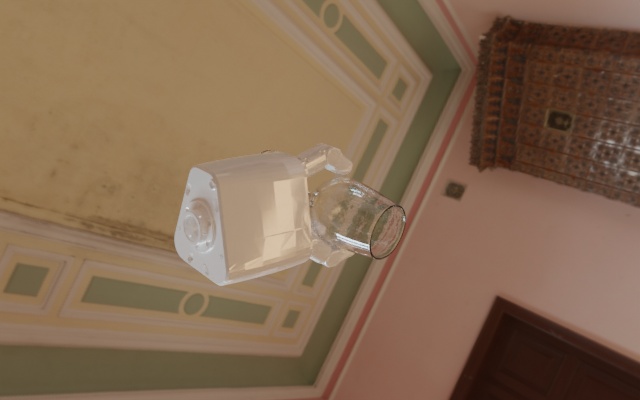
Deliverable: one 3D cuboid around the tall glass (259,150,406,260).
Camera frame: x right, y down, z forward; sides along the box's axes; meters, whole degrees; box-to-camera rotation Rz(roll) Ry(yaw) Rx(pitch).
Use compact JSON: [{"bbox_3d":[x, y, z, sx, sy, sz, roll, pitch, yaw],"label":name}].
[{"bbox_3d":[0.000,0.002,0.559,0.201,0.079,0.079,24,15,38],"label":"tall glass"}]
